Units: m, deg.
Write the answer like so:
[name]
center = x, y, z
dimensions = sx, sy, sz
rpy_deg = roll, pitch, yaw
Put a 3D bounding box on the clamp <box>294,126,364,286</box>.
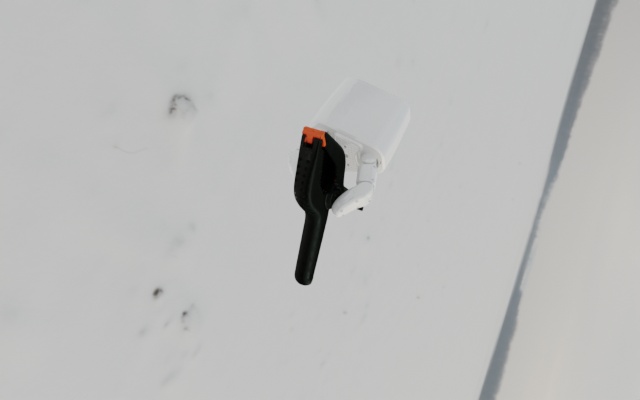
[clamp]
center = 0.001, 0.002, 0.605
dimensions = 0.036, 0.164, 0.210
rpy_deg = 18, -32, 25
